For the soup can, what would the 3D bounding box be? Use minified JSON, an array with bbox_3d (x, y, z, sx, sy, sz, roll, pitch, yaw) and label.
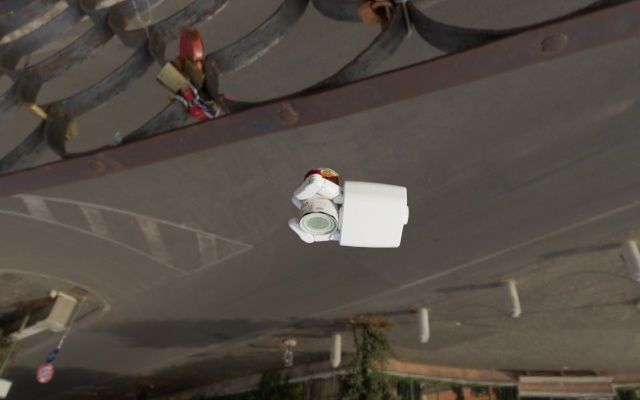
[{"bbox_3d":[0.000,0.003,0.835,0.068,0.102,0.069,3,-39,2],"label":"soup can"}]
